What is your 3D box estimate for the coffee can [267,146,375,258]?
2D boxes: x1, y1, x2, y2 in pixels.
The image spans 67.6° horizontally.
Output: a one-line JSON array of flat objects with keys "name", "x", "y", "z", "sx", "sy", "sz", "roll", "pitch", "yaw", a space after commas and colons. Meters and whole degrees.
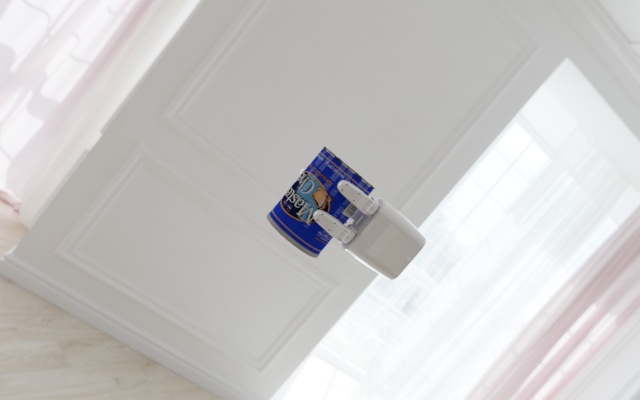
[{"name": "coffee can", "x": 0.000, "y": 0.002, "z": 0.737, "sx": 0.103, "sy": 0.140, "sz": 0.103, "roll": 39, "pitch": 5, "yaw": -4}]
